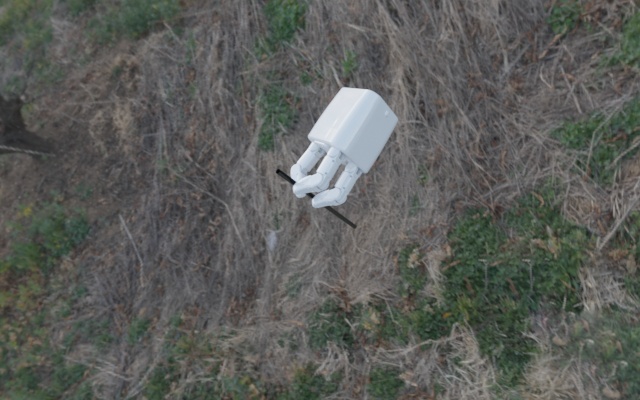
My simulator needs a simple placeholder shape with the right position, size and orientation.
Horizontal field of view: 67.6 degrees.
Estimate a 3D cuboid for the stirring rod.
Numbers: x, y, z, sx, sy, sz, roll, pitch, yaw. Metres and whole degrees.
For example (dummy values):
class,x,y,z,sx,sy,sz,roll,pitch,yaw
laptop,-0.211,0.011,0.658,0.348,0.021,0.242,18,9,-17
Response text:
class,x,y,z,sx,sy,sz,roll,pitch,yaw
stirring rod,0.000,0.003,0.817,0.011,0.011,0.240,0,-23,36
